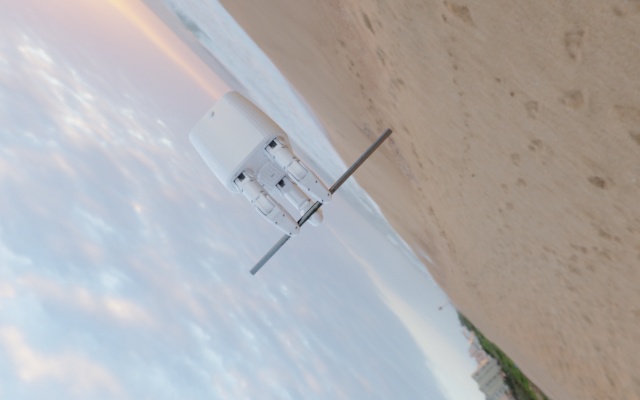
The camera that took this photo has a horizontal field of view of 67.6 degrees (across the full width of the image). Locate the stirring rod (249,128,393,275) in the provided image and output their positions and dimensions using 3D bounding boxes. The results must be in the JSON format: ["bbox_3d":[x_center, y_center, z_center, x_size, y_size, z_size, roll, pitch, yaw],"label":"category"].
[{"bbox_3d":[0.000,0.002,0.575,0.011,0.239,0.011,44,2,-2],"label":"stirring rod"}]
